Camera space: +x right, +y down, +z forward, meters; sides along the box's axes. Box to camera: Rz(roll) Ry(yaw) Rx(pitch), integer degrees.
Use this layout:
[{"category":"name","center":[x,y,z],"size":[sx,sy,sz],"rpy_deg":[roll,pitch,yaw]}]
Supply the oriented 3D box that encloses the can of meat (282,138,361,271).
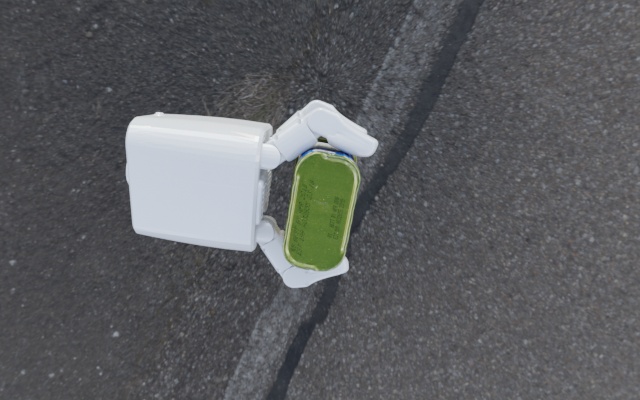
[{"category":"can of meat","center":[0.000,0.002,0.413],"size":[0.057,0.102,0.084],"rpy_deg":[9,13,-2]}]
